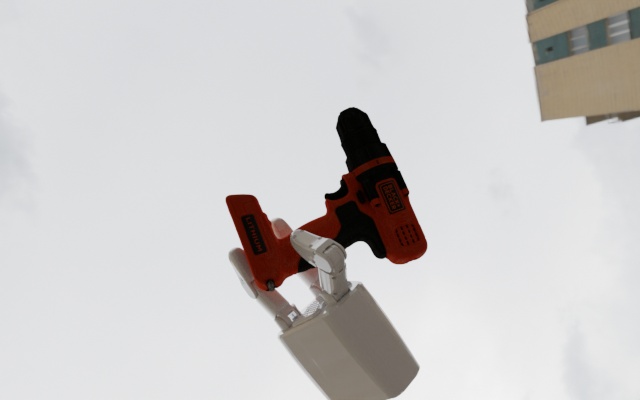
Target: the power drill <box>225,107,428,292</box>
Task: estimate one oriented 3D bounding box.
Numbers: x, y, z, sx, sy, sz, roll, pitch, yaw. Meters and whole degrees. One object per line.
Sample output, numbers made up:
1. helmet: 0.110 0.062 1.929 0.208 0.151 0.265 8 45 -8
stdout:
1. power drill: 0.000 0.002 0.506 0.187 0.184 0.057 -20 -17 -9
